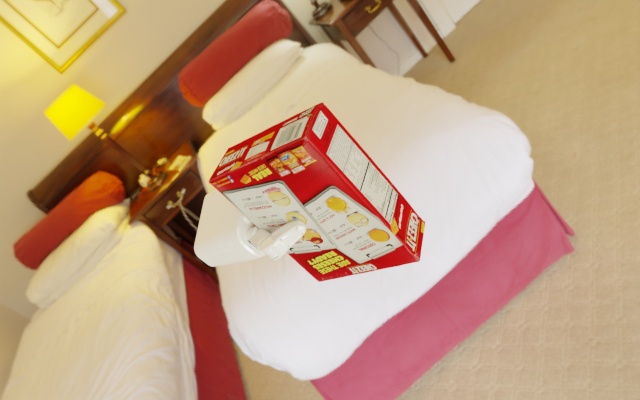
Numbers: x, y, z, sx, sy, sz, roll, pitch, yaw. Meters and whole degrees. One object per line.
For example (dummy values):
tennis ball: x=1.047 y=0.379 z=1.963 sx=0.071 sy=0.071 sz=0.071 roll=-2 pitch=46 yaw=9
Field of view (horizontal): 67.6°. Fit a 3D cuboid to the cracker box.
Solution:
cracker box: x=0.000 y=0.002 z=0.576 sx=0.164 sy=0.072 sz=0.214 roll=-19 pitch=-52 yaw=39
